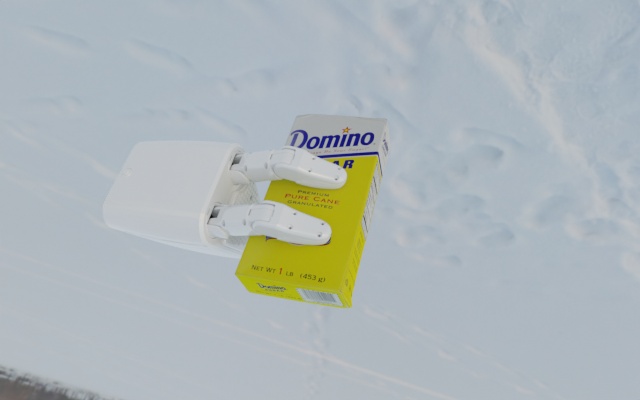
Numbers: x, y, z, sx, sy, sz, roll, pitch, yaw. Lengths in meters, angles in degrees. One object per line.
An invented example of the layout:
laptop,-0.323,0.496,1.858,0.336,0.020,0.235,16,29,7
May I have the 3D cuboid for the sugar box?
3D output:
sugar box,0.000,0.001,0.423,0.093,0.176,0.048,6,-29,17
